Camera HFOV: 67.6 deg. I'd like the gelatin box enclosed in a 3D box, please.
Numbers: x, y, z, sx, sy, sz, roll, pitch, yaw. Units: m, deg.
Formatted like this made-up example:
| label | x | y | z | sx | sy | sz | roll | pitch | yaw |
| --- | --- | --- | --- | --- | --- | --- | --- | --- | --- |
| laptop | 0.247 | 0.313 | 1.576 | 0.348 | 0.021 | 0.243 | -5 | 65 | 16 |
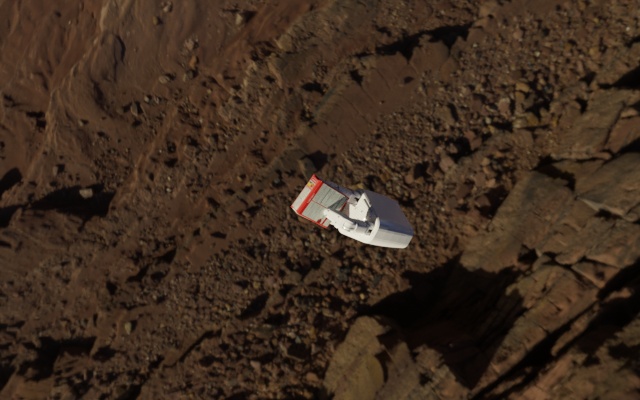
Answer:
| label | x | y | z | sx | sy | sz | roll | pitch | yaw |
| --- | --- | --- | --- | --- | --- | --- | --- | --- | --- |
| gelatin box | 0.000 | 0.003 | 0.877 | 0.089 | 0.073 | 0.030 | 29 | 10 | -46 |
